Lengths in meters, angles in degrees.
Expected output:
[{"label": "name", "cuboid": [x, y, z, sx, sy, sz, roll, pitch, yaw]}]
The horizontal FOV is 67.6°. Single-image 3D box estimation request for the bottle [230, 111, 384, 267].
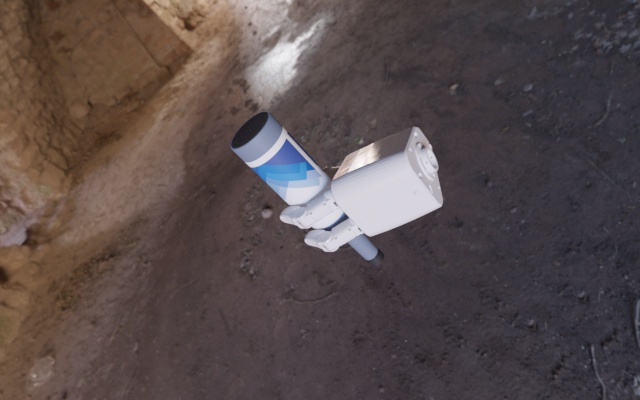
[{"label": "bottle", "cuboid": [0.000, 0.002, 0.670, 0.069, 0.069, 0.296, 0, -38, 49]}]
